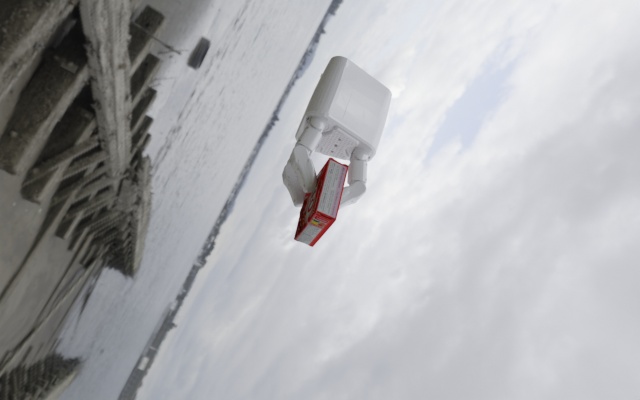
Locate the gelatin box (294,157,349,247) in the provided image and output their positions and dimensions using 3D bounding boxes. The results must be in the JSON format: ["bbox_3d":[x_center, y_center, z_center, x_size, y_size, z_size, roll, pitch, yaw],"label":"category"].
[{"bbox_3d":[0.000,0.002,0.592,0.030,0.089,0.073,23,-37,-12],"label":"gelatin box"}]
